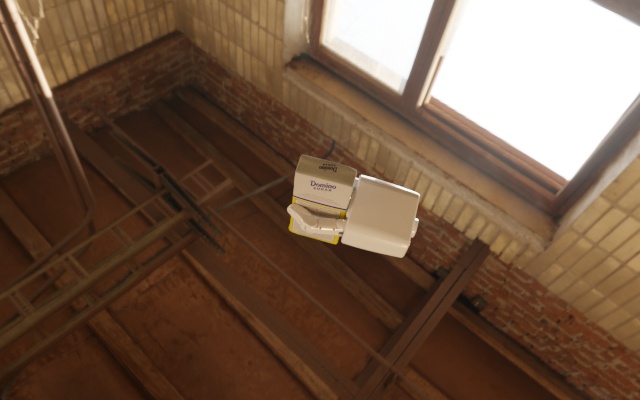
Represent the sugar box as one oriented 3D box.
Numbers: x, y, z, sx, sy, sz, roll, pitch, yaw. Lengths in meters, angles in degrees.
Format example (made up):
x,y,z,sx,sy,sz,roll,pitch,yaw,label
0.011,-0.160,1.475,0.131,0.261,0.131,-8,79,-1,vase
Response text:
x,y,z,sx,sy,sz,roll,pitch,yaw,label
0.000,0.002,0.802,0.093,0.048,0.176,15,-38,2,sugar box
